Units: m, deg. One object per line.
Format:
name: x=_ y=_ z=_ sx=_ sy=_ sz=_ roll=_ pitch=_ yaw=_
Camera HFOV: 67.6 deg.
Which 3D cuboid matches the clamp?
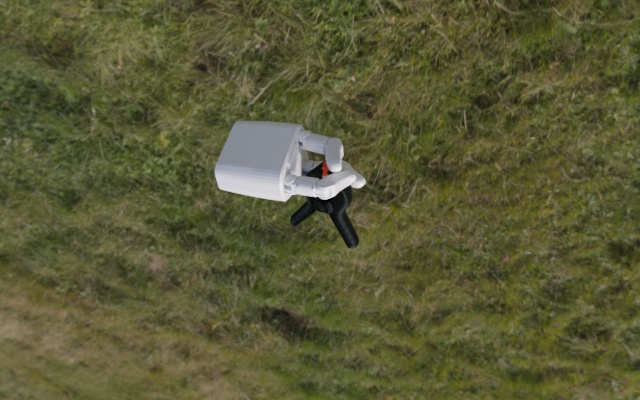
clamp: x=0.000 y=0.003 z=0.741 sx=0.120 sy=0.172 sz=0.039 roll=9 pitch=43 yaw=17
